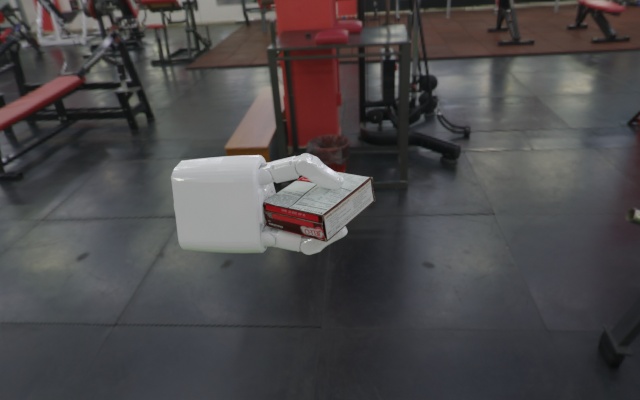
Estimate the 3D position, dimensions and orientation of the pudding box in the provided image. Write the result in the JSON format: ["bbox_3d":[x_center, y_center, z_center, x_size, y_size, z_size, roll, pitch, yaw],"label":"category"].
[{"bbox_3d":[0.000,0.002,0.579,0.090,0.039,0.113,13,34,34],"label":"pudding box"}]
